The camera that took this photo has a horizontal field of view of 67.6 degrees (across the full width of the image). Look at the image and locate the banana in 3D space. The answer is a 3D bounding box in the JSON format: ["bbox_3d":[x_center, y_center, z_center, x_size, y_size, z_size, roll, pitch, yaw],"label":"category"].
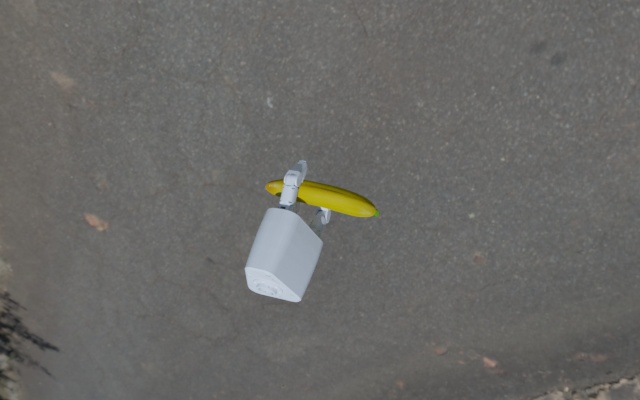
[{"bbox_3d":[0.006,-0.003,0.776,0.198,0.037,0.070,16,-21,-3],"label":"banana"}]
